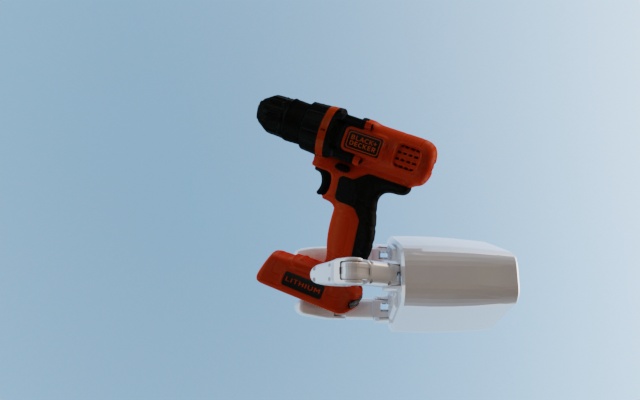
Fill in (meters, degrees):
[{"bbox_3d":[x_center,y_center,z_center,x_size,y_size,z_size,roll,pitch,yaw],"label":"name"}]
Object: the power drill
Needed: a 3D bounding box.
[{"bbox_3d":[0.000,0.002,0.472,0.184,0.188,0.057,20,8,15],"label":"power drill"}]
